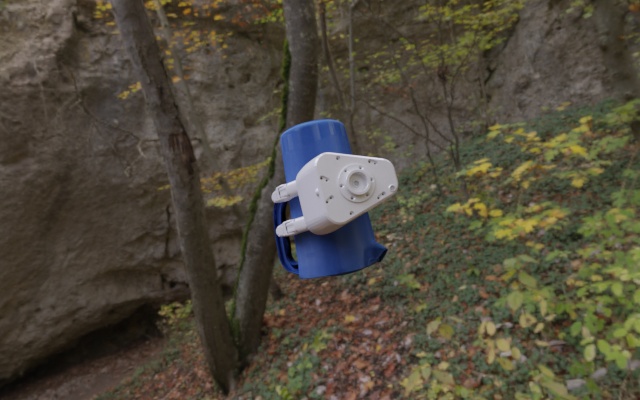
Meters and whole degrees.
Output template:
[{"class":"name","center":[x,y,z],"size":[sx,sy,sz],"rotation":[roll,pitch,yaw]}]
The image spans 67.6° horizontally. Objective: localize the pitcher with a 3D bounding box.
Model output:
[{"class":"pitcher","center":[0.000,0.002,0.773],"size":[0.149,0.243,0.145],"rotation":[-10,-6,-15]}]
